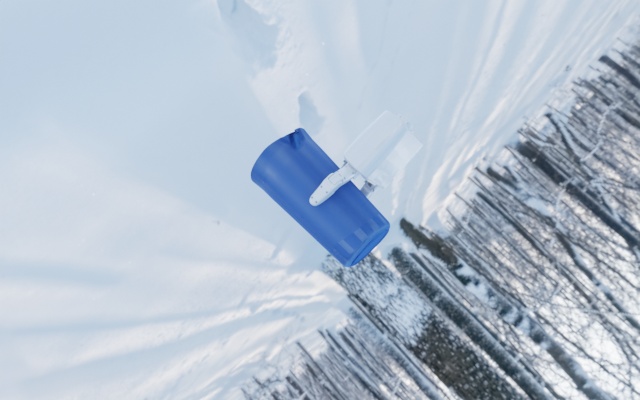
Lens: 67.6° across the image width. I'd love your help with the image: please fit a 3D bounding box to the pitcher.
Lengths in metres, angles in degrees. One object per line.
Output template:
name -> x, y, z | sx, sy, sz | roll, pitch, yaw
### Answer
pitcher -> 0.000, 0.003, 0.845 | 0.242, 0.145, 0.149 | 46, 11, 15
